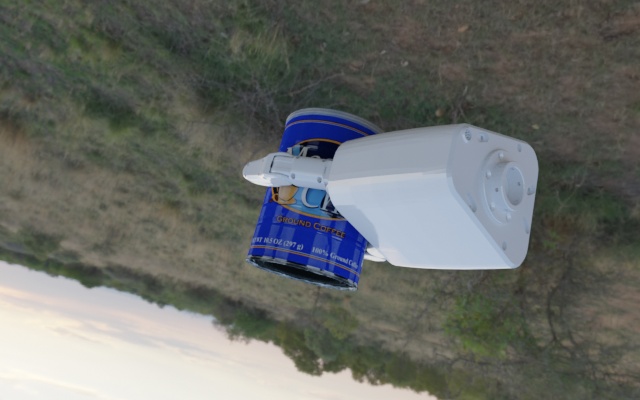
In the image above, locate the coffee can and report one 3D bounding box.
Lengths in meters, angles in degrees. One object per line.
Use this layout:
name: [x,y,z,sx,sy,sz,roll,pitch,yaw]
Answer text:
coffee can: [0.000,0.001,0.439,0.103,0.140,0.103,14,-15,4]
